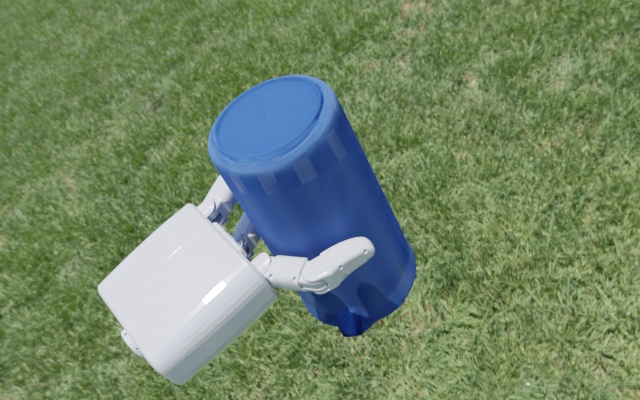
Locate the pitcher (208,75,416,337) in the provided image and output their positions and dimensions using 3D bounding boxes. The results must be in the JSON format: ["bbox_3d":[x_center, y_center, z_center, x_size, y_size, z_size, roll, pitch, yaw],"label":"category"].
[{"bbox_3d":[0.000,0.002,0.451,0.149,0.145,0.243,34,-19,41],"label":"pitcher"}]
